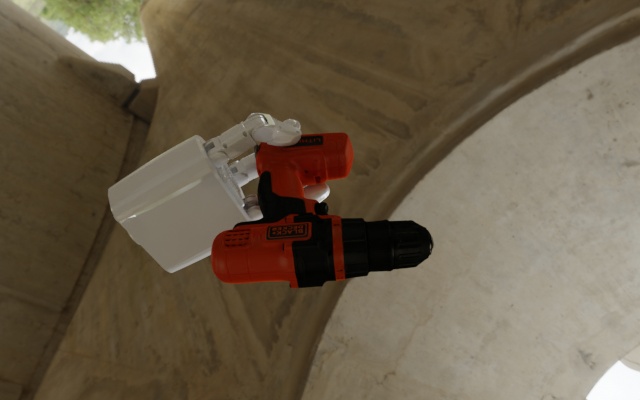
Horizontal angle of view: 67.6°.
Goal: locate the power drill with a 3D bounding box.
[{"bbox_3d":[0.000,0.001,0.454,0.184,0.057,0.187,-3,34,1],"label":"power drill"}]
